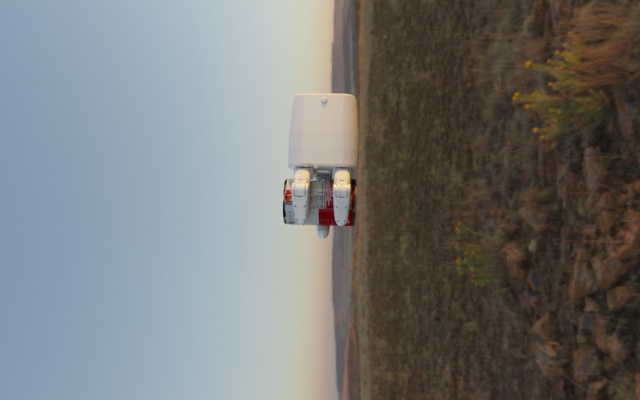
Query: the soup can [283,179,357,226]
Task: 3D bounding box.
[{"bbox_3d":[0.000,0.003,0.684,0.102,0.068,0.068,1,0,3],"label":"soup can"}]
